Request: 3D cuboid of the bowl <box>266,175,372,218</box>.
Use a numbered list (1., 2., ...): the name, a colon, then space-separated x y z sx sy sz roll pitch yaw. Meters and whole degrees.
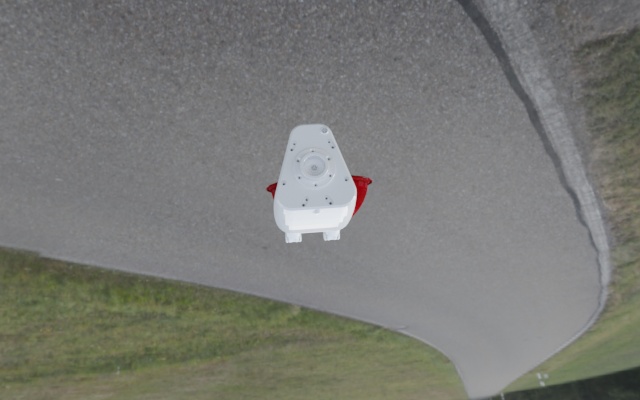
1. bowl: 0.000 0.003 0.725 0.162 0.055 0.162 -4 -6 0
